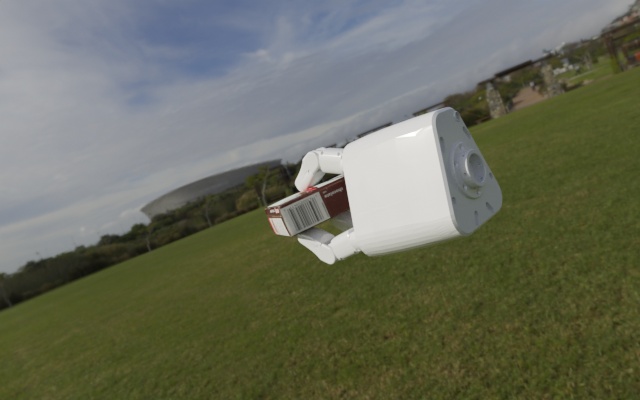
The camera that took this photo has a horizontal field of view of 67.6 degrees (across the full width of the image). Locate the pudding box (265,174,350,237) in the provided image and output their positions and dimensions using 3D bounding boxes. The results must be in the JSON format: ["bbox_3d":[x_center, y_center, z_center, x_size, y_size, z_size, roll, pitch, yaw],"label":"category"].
[{"bbox_3d":[0.000,0.002,0.539,0.113,0.039,0.090,-23,3,-15],"label":"pudding box"}]
